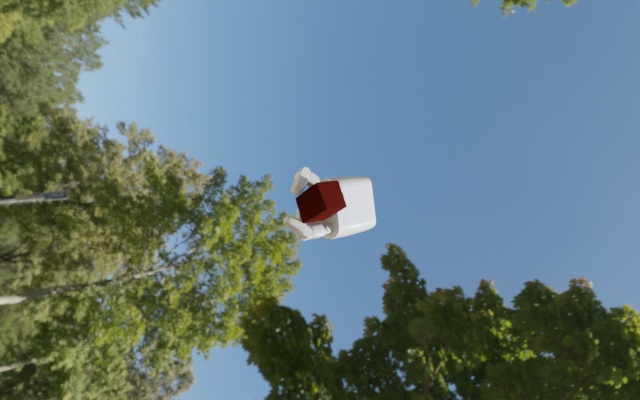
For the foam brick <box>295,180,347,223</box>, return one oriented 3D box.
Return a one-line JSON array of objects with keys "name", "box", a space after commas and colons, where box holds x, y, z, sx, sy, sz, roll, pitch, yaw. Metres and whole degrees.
[{"name": "foam brick", "box": [0.000, 0.003, 0.862, 0.051, 0.053, 0.078, -7, -16, -37]}]
